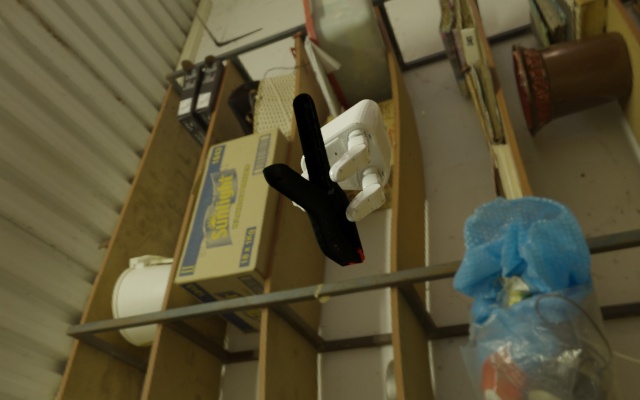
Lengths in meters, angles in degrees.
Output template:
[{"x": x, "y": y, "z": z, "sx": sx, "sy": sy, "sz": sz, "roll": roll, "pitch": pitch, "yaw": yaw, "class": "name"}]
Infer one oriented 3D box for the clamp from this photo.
[{"x": 0.000, "y": 0.002, "z": 0.535, "sx": 0.036, "sy": 0.210, "sz": 0.164, "roll": -13, "pitch": 27, "yaw": 21, "class": "clamp"}]
